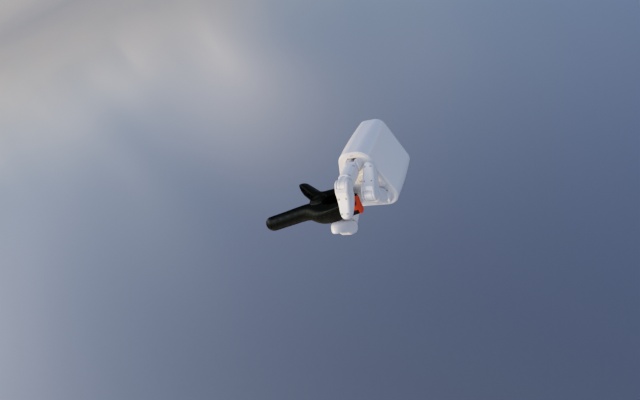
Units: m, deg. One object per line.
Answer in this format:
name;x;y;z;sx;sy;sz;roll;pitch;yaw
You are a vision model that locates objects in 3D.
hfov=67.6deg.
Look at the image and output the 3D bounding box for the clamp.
clamp;0.000;0.002;0.799;0.171;0.039;0.120;-6;39;31
